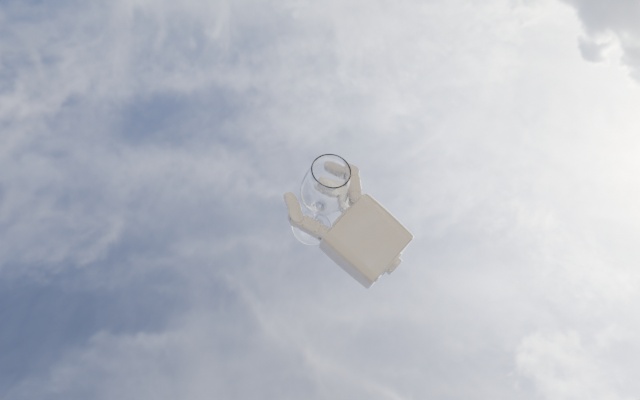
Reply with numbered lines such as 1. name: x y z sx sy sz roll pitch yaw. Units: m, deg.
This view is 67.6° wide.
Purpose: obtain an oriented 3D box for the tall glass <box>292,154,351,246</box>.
1. tall glass: 0.000 0.003 0.802 0.079 0.079 0.201 0 -29 -10
